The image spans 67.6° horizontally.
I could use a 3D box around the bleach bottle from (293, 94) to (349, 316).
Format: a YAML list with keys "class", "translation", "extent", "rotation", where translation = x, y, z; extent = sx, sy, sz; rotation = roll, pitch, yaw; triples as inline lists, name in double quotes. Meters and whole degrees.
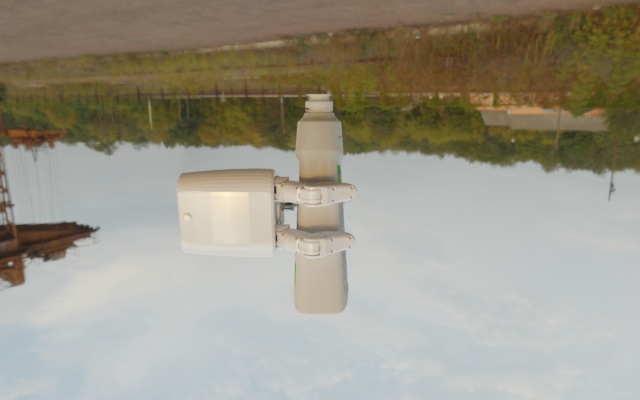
- class: "bleach bottle"
  translation: [0.000, 0.002, 0.568]
  extent: [0.068, 0.251, 0.102]
  rotation: [0, 12, 3]
